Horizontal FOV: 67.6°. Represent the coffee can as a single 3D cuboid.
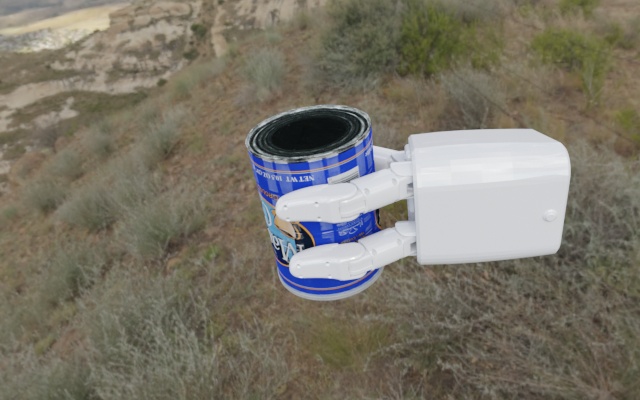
[{"bbox_3d":[0.000,0.001,0.419,0.103,0.140,0.102,-7,32,5],"label":"coffee can"}]
